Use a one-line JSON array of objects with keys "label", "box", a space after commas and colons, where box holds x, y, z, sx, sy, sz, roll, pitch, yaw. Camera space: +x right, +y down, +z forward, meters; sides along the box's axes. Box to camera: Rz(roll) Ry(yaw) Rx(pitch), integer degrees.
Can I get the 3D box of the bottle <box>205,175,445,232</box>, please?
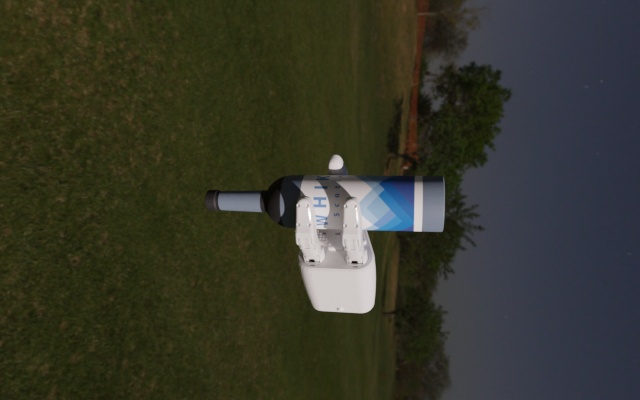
[{"label": "bottle", "box": [0.000, 0.002, 0.592, 0.296, 0.069, 0.069, 1, 0, 11]}]
